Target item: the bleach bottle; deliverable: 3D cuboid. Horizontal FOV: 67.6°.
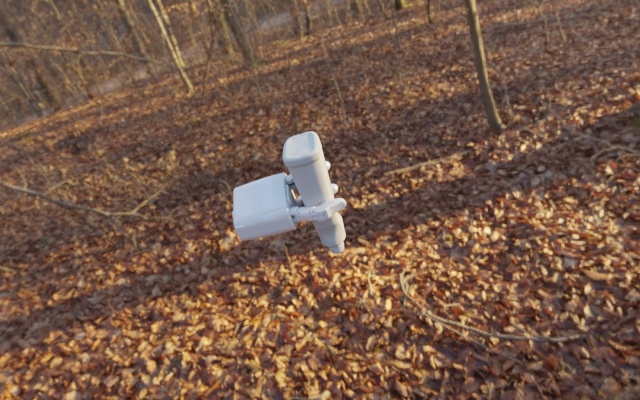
[{"bbox_3d":[0.000,0.003,0.897,0.068,0.251,0.102,-15,32,7],"label":"bleach bottle"}]
